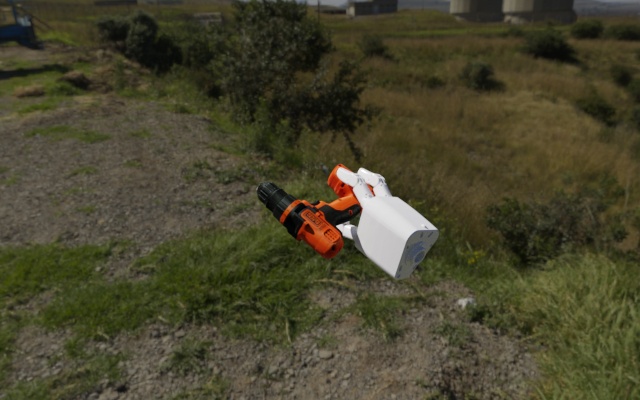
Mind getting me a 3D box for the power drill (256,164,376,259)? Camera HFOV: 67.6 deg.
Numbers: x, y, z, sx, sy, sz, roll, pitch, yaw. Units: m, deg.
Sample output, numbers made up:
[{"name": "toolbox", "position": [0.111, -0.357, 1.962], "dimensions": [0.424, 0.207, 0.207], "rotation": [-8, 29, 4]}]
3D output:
[{"name": "power drill", "position": [0.001, 0.003, 0.871], "dimensions": [0.184, 0.057, 0.187], "rotation": [41, 46, 14]}]
